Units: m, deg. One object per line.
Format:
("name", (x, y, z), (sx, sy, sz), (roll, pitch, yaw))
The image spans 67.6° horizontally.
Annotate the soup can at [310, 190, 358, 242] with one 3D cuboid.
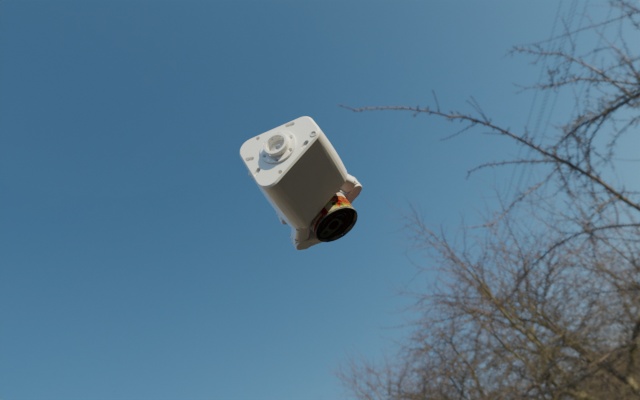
("soup can", (0.000, 0.002, 0.707), (0.068, 0.068, 0.102), (0, 41, -38))
